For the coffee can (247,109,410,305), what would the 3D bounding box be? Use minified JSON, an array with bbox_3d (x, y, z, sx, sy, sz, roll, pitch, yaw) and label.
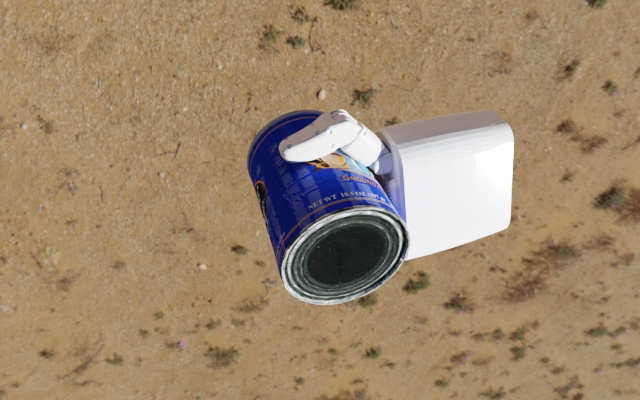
[{"bbox_3d":[0.000,0.001,0.407,0.103,0.103,0.140,0,39,-22],"label":"coffee can"}]
